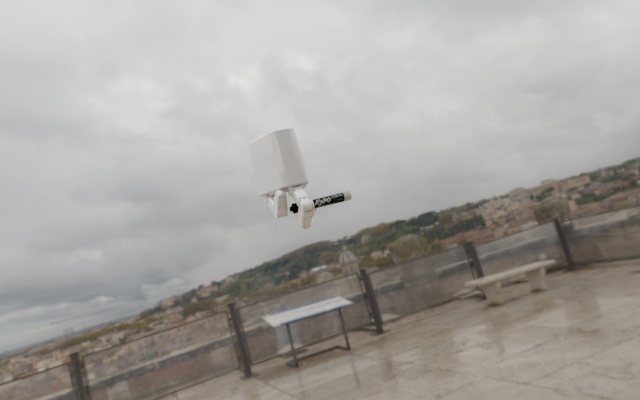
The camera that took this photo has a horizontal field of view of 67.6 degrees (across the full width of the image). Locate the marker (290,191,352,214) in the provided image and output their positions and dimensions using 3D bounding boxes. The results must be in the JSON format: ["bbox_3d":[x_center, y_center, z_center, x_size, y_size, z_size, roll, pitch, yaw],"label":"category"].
[{"bbox_3d":[0.000,0.003,0.873,0.121,0.020,0.020,-13,5,-23],"label":"marker"}]
